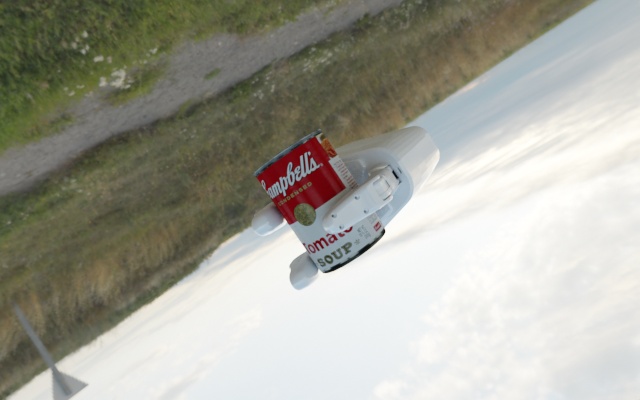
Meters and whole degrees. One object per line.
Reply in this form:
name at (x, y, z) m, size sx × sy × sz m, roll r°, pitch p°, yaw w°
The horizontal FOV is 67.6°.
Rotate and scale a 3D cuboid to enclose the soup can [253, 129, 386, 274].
soup can at (0.000, 0.002, 0.401) m, size 0.068 × 0.102 × 0.068 m, roll -34°, pitch 3°, yaw 2°
